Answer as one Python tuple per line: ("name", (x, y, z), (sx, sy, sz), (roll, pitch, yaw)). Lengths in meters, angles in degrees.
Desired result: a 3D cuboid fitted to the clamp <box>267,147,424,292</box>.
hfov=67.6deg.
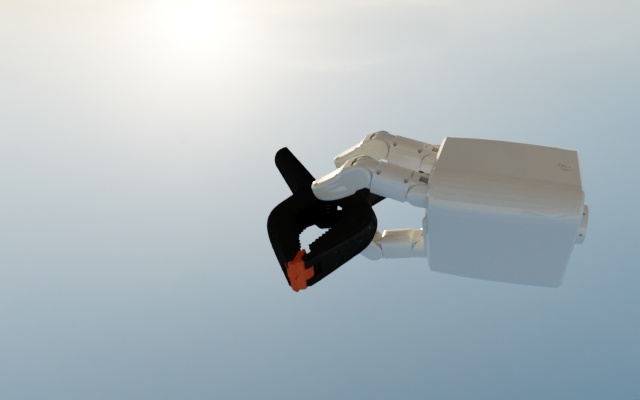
("clamp", (0.000, 0.002, 0.439), (0.164, 0.036, 0.210), (7, 33, 21))
